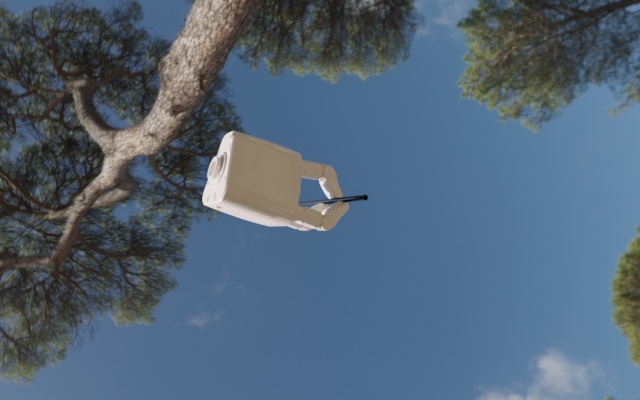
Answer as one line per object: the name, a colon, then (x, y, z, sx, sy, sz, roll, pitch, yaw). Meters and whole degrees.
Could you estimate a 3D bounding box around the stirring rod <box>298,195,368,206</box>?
stirring rod: (0.000, 0.002, 0.757, 0.011, 0.011, 0.239, 0, -3, -31)
